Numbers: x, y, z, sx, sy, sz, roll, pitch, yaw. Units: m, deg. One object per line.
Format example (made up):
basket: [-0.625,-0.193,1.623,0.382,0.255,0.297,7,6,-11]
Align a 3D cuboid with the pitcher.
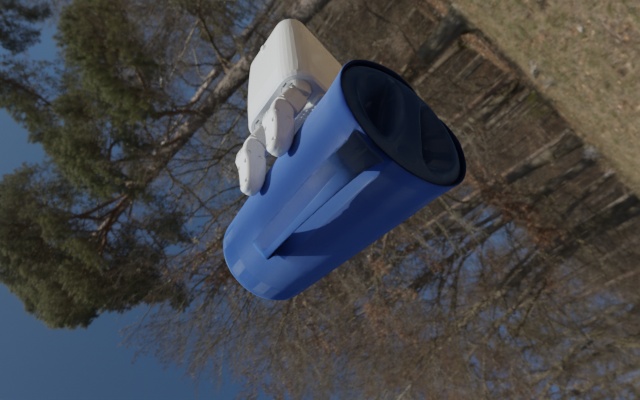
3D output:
pitcher: [0.000,0.001,0.448,0.149,0.145,0.243,17,-45,-32]
